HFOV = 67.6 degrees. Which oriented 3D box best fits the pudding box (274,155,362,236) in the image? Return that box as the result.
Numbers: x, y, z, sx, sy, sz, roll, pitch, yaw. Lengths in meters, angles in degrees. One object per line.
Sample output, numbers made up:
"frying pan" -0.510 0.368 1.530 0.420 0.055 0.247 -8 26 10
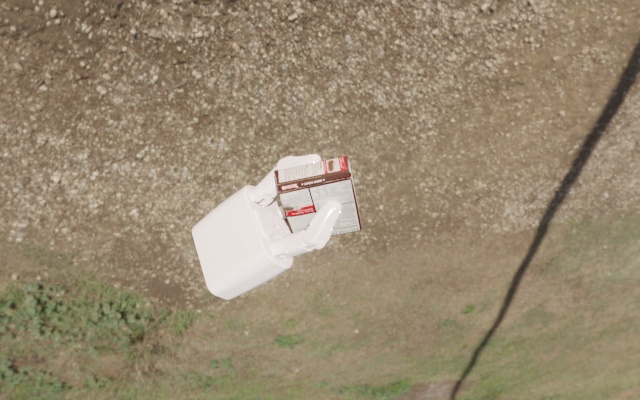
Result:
"pudding box" 0.000 0.002 0.586 0.090 0.039 0.114 -12 -37 3
